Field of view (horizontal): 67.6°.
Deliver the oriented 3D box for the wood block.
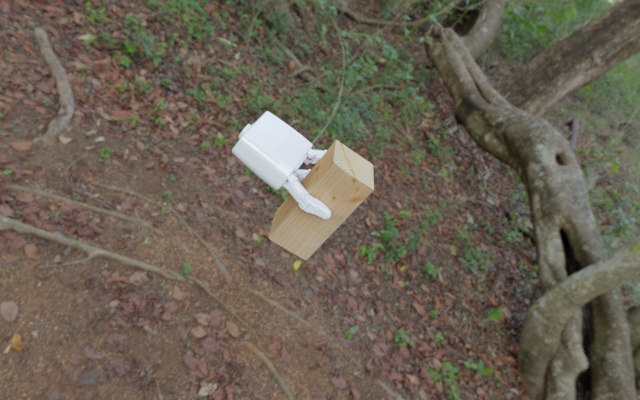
[{"bbox_3d":[0.000,0.003,0.891,0.090,0.206,0.090,33,31,-15],"label":"wood block"}]
